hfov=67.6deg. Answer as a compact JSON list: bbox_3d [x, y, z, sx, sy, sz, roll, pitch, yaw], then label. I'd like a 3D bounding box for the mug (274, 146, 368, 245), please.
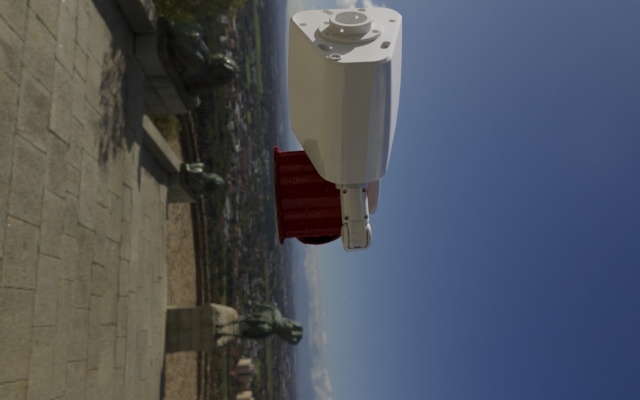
[{"bbox_3d":[0.000,0.003,0.463,0.081,0.117,0.093,-4,42,-2],"label":"mug"}]
